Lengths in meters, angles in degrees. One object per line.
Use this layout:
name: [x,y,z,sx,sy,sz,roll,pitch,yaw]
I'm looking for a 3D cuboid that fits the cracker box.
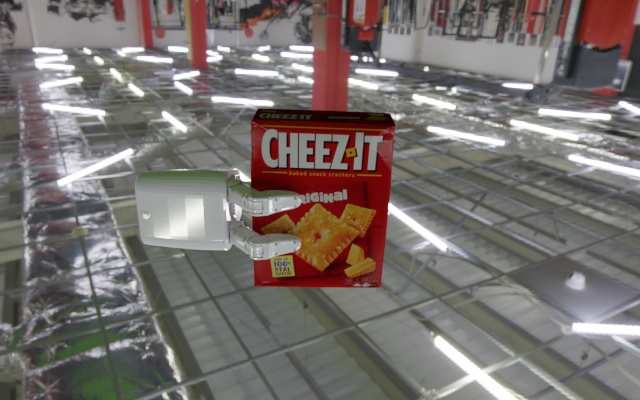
cracker box: [0.000,0.002,0.586,0.164,0.214,0.072,2,22,-1]
